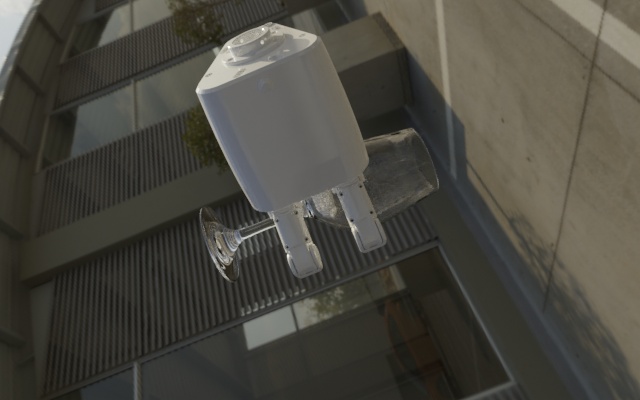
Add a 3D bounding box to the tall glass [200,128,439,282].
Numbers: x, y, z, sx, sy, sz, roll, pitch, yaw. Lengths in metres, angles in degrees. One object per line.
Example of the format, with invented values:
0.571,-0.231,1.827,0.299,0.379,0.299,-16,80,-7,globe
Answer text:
-0.001,0.002,0.428,0.201,0.079,0.079,-22,-1,2,tall glass
